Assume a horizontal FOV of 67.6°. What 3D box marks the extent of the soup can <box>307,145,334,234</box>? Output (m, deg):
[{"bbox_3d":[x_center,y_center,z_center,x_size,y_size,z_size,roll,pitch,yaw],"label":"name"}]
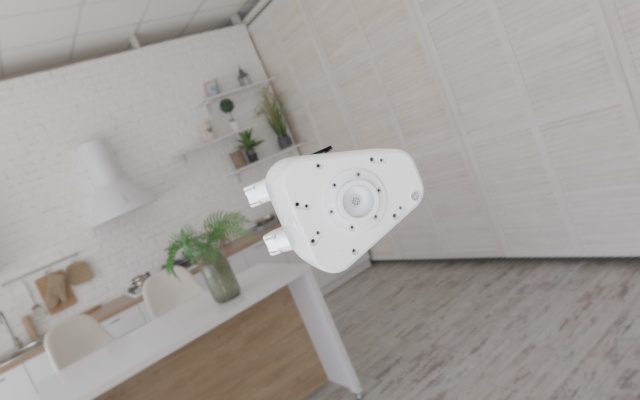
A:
[{"bbox_3d":[0.000,0.001,0.502,0.068,0.102,0.068,-22,7,3],"label":"soup can"}]
